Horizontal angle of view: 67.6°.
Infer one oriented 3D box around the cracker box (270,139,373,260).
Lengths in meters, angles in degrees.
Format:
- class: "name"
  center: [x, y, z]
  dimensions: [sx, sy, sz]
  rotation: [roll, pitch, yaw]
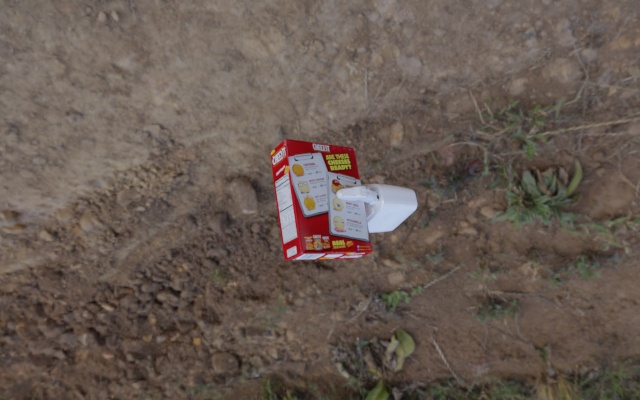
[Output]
- class: "cracker box"
  center: [0.000, 0.003, 0.895]
  dimensions: [0.164, 0.213, 0.072]
  rotation: [3, -20, -36]
